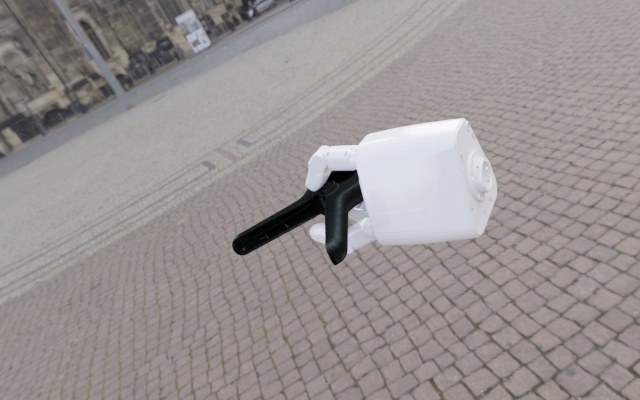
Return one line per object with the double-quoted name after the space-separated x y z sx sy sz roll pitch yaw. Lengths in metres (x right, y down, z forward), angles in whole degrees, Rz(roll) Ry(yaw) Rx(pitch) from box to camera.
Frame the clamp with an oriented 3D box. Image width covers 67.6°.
0.000 0.001 0.567 0.164 0.036 0.210 -5 32 37 "clamp"
